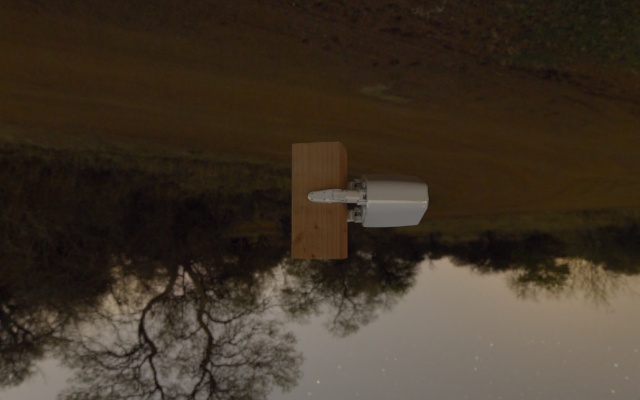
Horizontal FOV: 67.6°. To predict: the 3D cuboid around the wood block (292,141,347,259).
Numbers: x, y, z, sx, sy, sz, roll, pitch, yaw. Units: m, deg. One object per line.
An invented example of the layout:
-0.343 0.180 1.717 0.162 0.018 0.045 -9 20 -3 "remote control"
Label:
0.000 0.003 0.876 0.090 0.206 0.091 -1 -5 11 "wood block"
